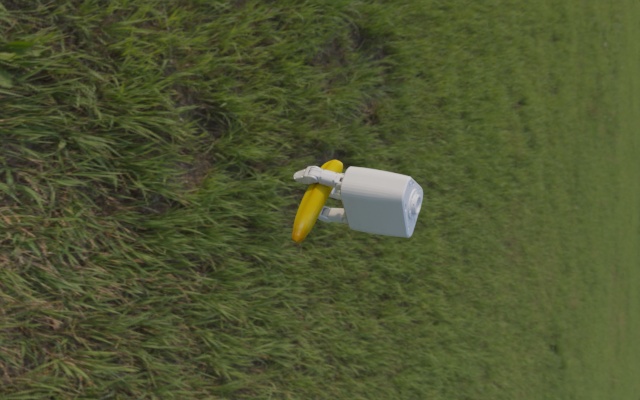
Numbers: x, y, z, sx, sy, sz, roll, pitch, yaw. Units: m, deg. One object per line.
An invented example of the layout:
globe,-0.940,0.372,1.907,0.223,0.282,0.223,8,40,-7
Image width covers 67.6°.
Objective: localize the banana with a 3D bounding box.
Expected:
banana,0.001,-0.013,0.822,0.037,0.070,0.197,16,46,16
